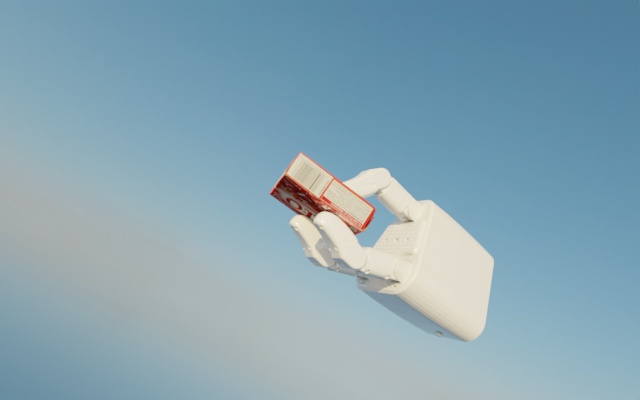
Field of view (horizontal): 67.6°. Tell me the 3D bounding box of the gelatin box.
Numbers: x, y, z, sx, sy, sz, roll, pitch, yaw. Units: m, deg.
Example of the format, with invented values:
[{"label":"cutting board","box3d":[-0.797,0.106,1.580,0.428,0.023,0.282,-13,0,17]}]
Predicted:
[{"label":"gelatin box","box3d":[0.000,0.001,0.455,0.089,0.030,0.073,37,-20,-5]}]
